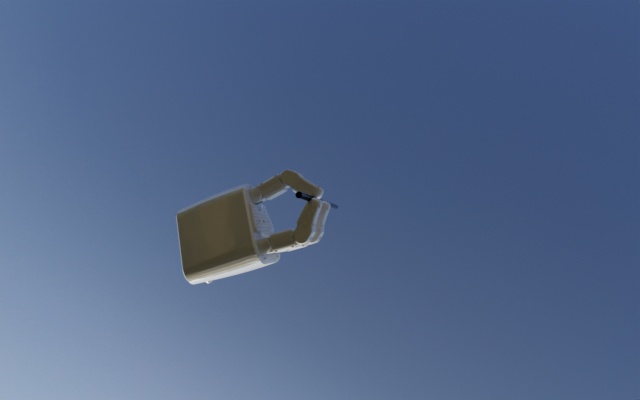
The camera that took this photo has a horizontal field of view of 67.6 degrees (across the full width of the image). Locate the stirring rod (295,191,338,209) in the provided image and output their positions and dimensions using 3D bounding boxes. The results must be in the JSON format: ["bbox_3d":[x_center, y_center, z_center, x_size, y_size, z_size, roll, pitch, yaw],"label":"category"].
[{"bbox_3d":[0.000,0.002,0.659,0.011,0.011,0.239,0,-4,12],"label":"stirring rod"}]
